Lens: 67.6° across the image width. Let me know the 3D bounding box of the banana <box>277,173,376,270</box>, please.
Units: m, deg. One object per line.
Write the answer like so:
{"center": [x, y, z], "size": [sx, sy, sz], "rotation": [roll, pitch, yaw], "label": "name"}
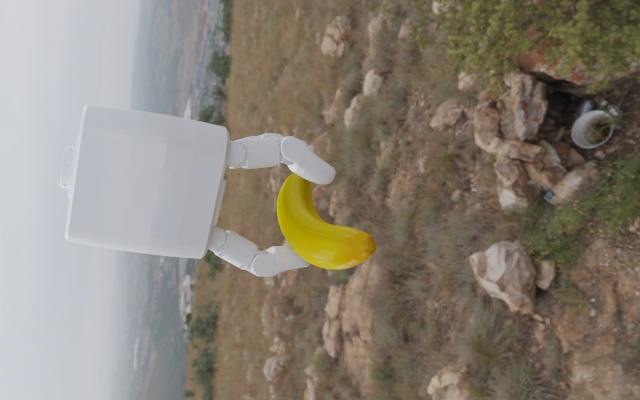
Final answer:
{"center": [-0.007, 0.016, 0.430], "size": [0.037, 0.070, 0.197], "rotation": [13, 21, -24], "label": "banana"}
